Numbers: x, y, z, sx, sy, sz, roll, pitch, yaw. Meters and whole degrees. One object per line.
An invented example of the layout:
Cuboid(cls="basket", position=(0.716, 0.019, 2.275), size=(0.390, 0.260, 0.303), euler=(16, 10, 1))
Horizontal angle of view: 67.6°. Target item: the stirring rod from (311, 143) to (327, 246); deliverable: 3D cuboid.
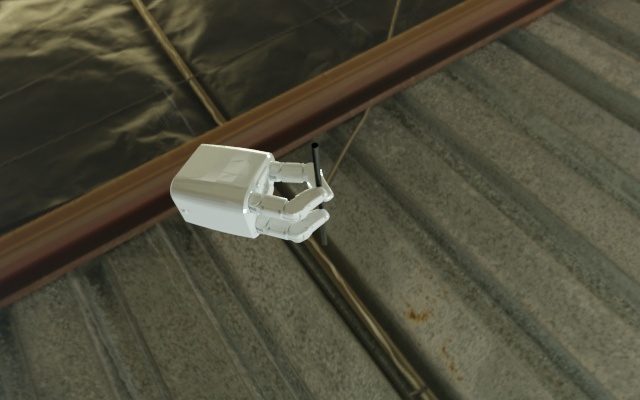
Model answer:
Cuboid(cls="stirring rod", position=(0.000, 0.002, 0.640), size=(0.011, 0.011, 0.240), euler=(0, -32, 4))
